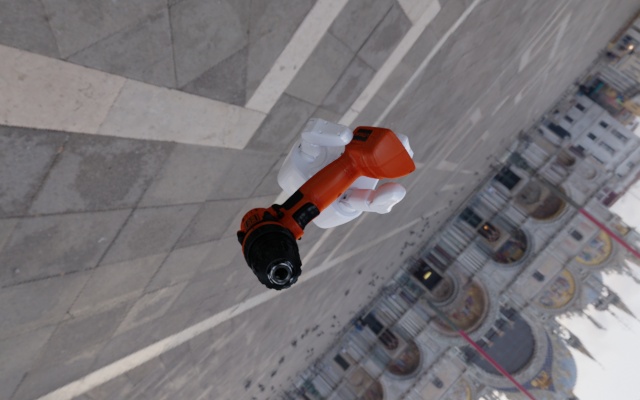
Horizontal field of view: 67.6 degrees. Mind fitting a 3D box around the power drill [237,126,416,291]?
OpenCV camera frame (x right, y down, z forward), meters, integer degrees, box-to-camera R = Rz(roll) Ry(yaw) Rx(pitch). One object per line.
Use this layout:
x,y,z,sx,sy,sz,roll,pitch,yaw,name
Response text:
0.000,0.001,0.479,0.187,0.057,0.184,-37,18,-5,power drill
